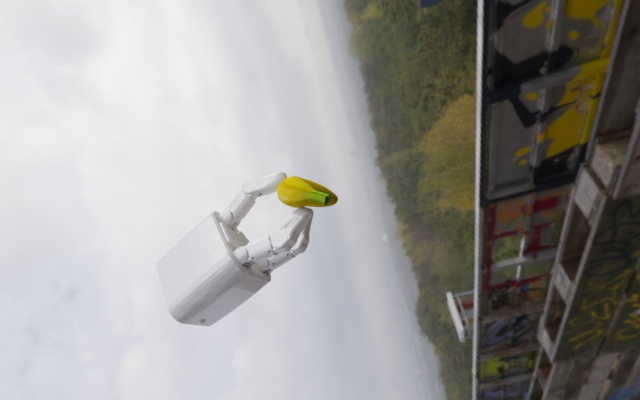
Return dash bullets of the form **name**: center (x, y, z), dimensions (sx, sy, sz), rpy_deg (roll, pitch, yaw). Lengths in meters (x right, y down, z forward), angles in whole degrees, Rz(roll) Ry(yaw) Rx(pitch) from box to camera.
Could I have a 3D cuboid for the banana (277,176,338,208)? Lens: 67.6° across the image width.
- **banana**: center (-0.017, -0.006, 0.612), dimensions (0.069, 0.037, 0.198), rpy_deg (25, 4, 4)
